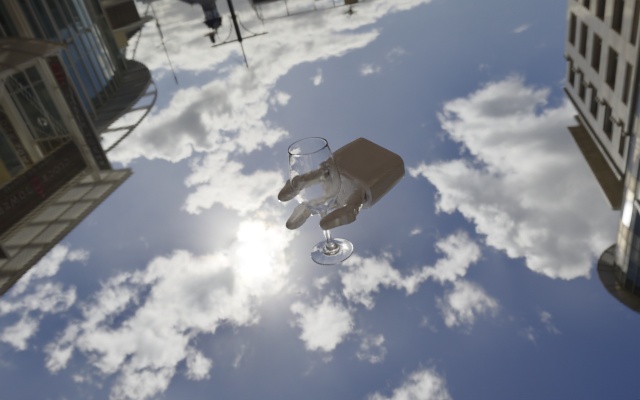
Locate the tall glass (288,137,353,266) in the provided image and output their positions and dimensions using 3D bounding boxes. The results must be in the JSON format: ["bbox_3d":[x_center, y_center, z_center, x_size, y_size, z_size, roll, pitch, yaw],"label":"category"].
[{"bbox_3d":[0.000,0.003,0.762,0.079,0.201,0.079,-10,30,6],"label":"tall glass"}]
